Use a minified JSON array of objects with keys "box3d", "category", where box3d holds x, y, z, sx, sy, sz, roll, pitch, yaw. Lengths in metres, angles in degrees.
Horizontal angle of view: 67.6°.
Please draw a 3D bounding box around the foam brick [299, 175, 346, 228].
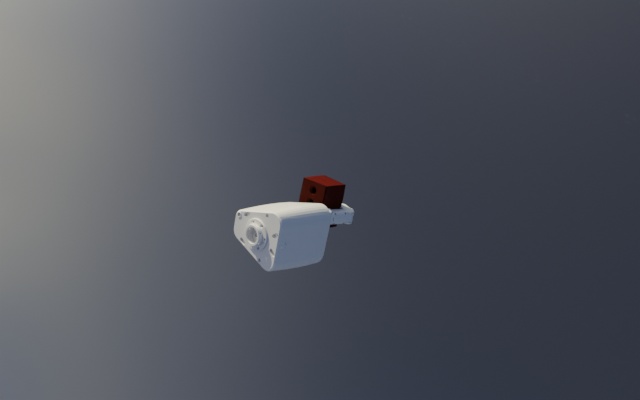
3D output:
[{"box3d":[0.000,0.002,0.796,0.053,0.078,0.051,24,19,39],"category":"foam brick"}]
